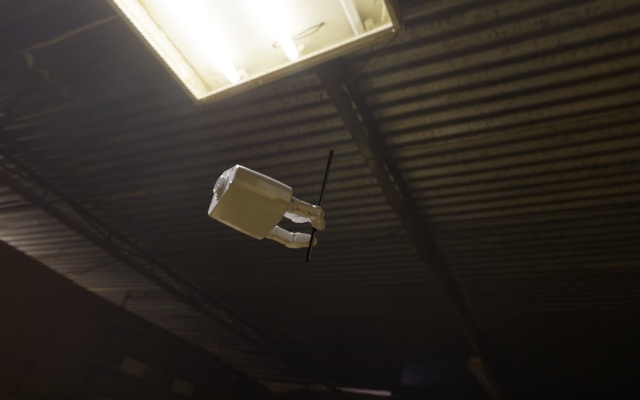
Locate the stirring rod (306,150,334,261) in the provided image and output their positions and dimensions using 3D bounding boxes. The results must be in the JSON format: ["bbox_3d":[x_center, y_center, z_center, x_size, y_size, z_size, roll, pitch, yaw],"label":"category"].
[{"bbox_3d":[0.000,0.003,0.897,0.011,0.239,0.011,9,-30,5],"label":"stirring rod"}]
